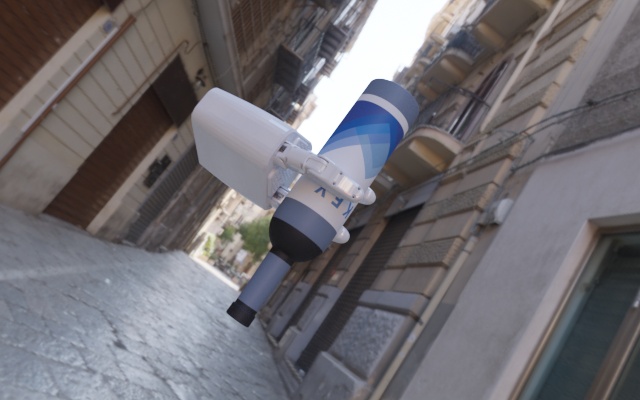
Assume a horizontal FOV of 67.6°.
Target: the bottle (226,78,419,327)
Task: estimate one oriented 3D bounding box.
[{"bbox_3d":[0.000,0.001,0.506,0.069,0.295,0.069,33,-13,9],"label":"bottle"}]
